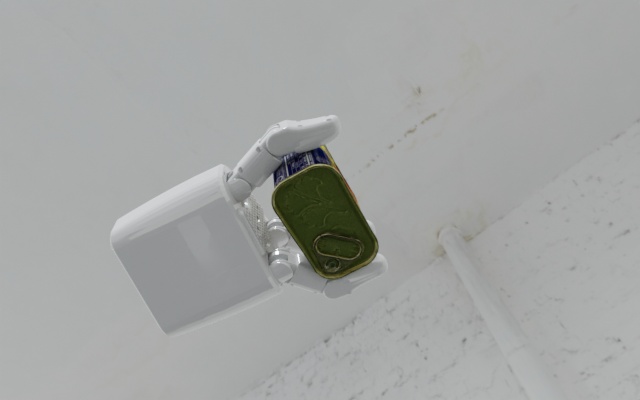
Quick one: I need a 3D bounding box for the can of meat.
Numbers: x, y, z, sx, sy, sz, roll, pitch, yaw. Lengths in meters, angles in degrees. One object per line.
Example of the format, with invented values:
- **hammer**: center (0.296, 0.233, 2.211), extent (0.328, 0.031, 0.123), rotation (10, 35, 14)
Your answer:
- **can of meat**: center (0.000, 0.001, 0.406), extent (0.057, 0.102, 0.084), rotation (-28, 27, 6)
